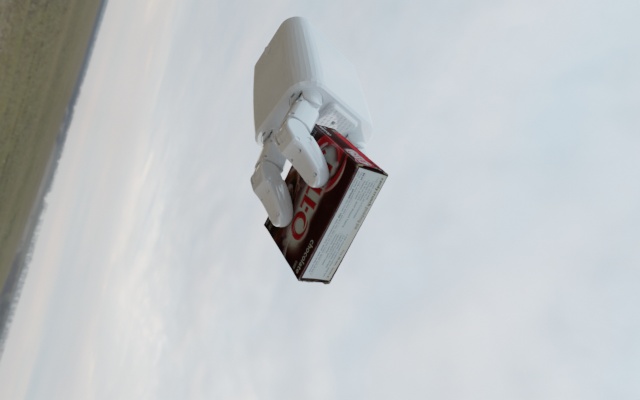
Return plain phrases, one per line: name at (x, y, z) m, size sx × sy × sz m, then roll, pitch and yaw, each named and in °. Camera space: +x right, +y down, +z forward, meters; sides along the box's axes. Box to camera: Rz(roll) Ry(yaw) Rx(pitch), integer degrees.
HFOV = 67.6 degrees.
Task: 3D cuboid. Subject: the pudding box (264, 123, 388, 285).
pudding box at (0.000, 0.001, 0.416) m, size 0.039 × 0.113 × 0.090 m, roll 13°, pitch 22°, yaw -32°
